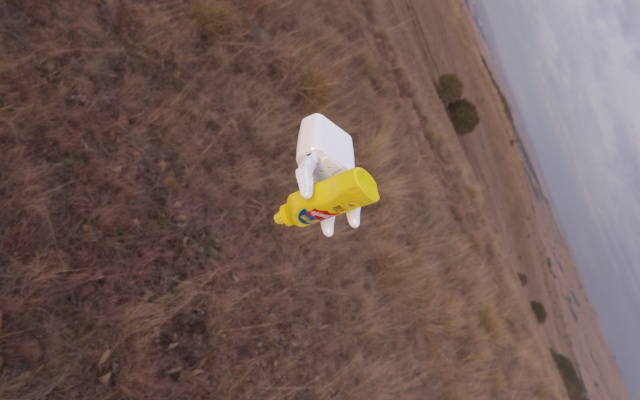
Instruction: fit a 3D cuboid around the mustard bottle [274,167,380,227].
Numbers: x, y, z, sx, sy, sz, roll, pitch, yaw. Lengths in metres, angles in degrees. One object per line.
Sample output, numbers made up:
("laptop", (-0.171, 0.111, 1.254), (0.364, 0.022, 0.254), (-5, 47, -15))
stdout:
("mustard bottle", (0.000, 0.003, 0.843), (0.191, 0.058, 0.096), (-21, -22, 24))
